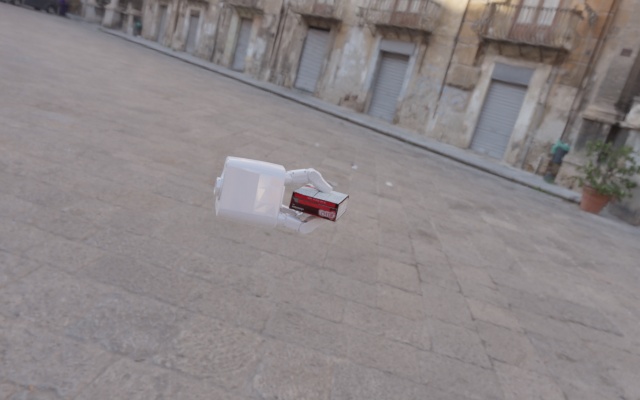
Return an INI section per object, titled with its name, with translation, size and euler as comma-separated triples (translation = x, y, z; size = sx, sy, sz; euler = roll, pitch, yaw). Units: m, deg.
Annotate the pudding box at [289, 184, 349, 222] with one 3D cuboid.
[pudding box]
translation = 0.000, 0.003, 0.899
size = 0.090, 0.039, 0.113
euler = 17, 14, 10
